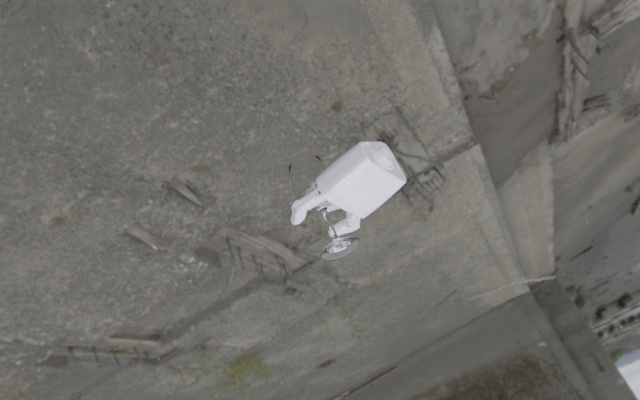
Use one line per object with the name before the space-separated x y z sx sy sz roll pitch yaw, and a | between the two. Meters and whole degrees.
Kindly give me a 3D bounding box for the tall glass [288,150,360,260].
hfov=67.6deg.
tall glass | 0.000 0.003 0.874 0.079 0.201 0.079 -18 -29 -10
